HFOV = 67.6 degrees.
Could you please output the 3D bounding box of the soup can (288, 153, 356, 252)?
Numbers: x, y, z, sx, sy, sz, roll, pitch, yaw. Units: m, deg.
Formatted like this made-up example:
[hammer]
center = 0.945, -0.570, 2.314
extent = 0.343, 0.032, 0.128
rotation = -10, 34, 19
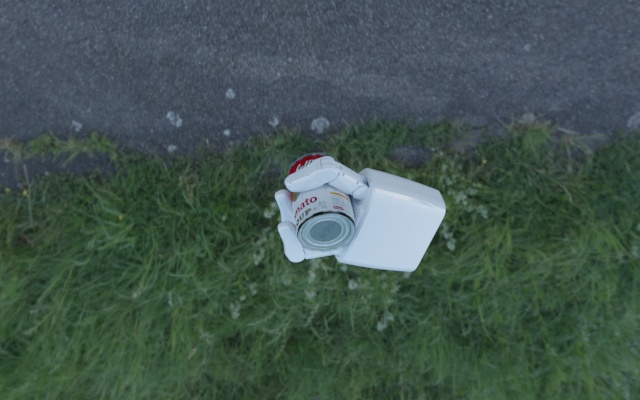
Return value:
[soup can]
center = 0.000, 0.002, 0.562
extent = 0.068, 0.069, 0.102
rotation = -6, 45, -6
